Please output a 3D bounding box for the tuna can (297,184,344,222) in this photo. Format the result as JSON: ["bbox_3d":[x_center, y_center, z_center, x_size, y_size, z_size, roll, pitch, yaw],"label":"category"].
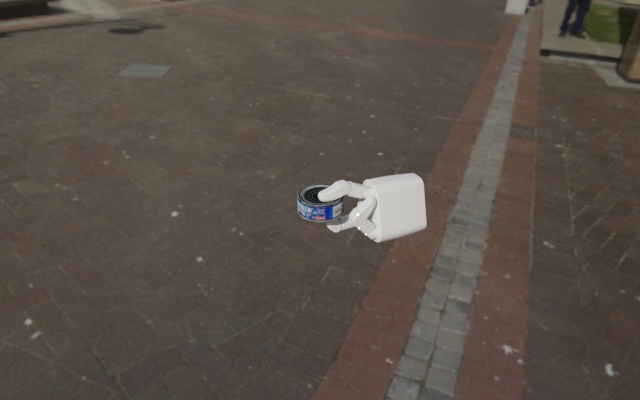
[{"bbox_3d":[0.000,0.002,0.873,0.086,0.034,0.086,-1,31,1],"label":"tuna can"}]
